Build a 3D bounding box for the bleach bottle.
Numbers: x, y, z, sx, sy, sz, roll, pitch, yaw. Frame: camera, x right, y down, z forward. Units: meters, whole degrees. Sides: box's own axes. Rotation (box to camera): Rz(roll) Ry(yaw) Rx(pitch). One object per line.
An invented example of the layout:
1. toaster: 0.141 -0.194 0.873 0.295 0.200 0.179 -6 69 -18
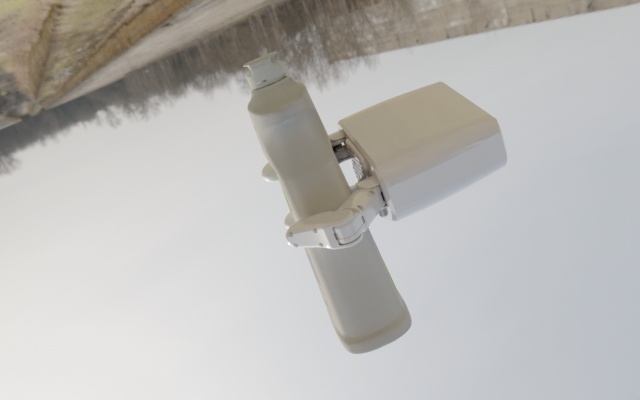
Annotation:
1. bleach bottle: 0.000 0.001 0.404 0.068 0.251 0.102 -24 21 -4
